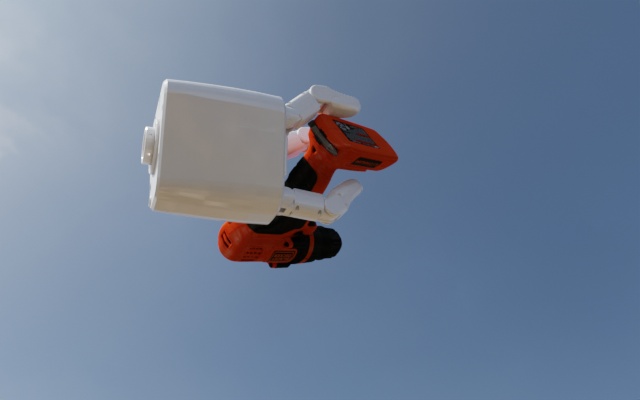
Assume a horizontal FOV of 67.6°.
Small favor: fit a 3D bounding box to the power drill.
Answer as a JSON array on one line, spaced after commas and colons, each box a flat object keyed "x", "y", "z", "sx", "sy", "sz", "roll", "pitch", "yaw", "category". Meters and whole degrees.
[{"x": 0.000, "y": 0.001, "z": 0.534, "sx": 0.184, "sy": 0.188, "sz": 0.057, "roll": 6, "pitch": 39, "yaw": -50, "category": "power drill"}]
